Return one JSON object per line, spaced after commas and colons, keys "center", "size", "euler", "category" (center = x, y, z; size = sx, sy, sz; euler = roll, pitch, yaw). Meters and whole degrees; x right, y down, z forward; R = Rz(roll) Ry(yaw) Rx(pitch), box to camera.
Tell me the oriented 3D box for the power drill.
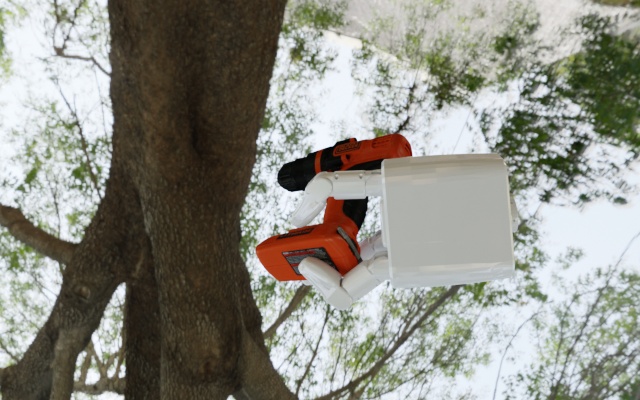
{"center": [0.000, 0.002, 0.533], "size": [0.184, 0.057, 0.187], "euler": [-12, 36, 34], "category": "power drill"}
